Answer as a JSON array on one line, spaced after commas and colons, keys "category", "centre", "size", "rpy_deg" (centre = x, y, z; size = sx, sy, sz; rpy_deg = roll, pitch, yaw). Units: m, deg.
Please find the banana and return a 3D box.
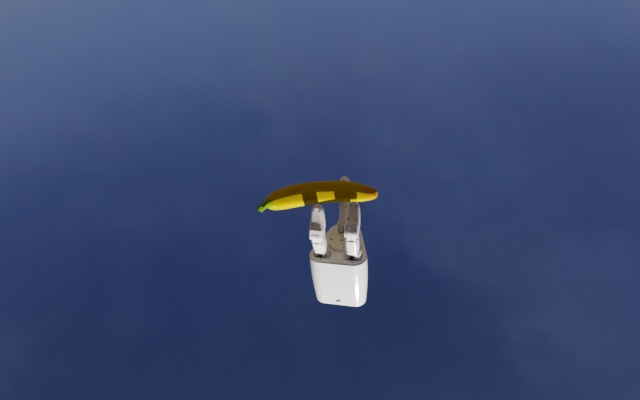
[{"category": "banana", "centre": [-0.007, -0.006, 0.796], "size": [0.198, 0.037, 0.069], "rpy_deg": [-9, 31, -8]}]
